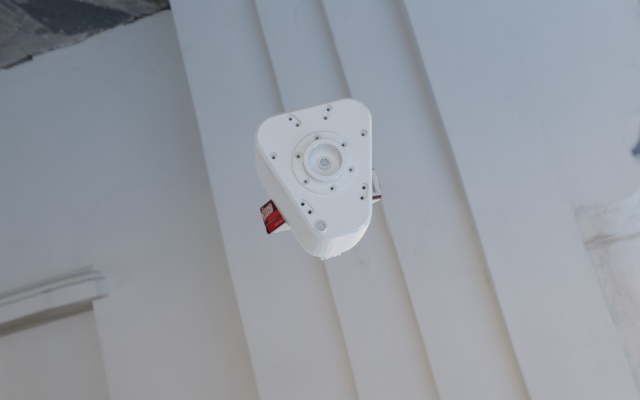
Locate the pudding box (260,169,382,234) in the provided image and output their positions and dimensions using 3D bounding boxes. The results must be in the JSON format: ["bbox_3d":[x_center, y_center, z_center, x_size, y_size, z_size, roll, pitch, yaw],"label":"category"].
[{"bbox_3d":[0.000,0.002,0.543,0.113,0.039,0.090,-7,-15,-33],"label":"pudding box"}]
